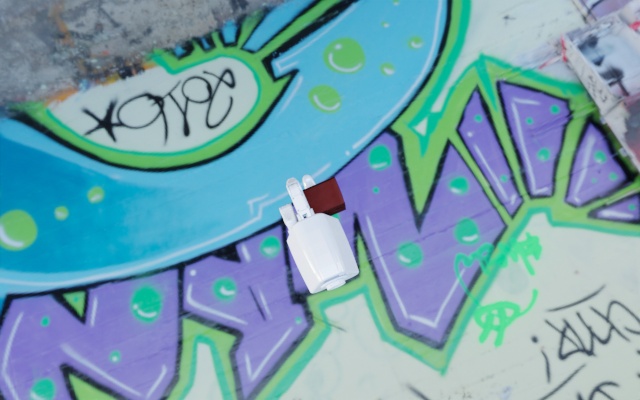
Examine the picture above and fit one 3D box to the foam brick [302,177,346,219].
[{"bbox_3d":[0.000,0.002,0.830,0.078,0.051,0.053,-24,-17,-2],"label":"foam brick"}]
